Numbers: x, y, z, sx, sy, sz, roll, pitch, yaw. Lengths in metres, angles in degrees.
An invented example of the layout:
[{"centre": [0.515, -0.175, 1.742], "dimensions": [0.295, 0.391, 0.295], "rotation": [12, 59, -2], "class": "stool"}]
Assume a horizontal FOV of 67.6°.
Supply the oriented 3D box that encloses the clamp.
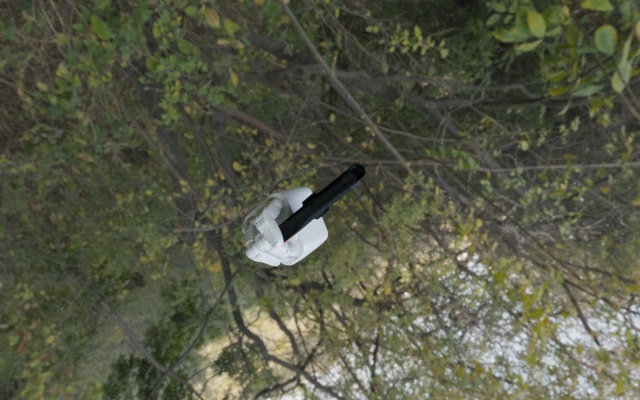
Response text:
[{"centre": [0.000, 0.003, 0.712], "dimensions": [0.171, 0.039, 0.120], "rotation": [-36, -3, 24], "class": "clamp"}]
